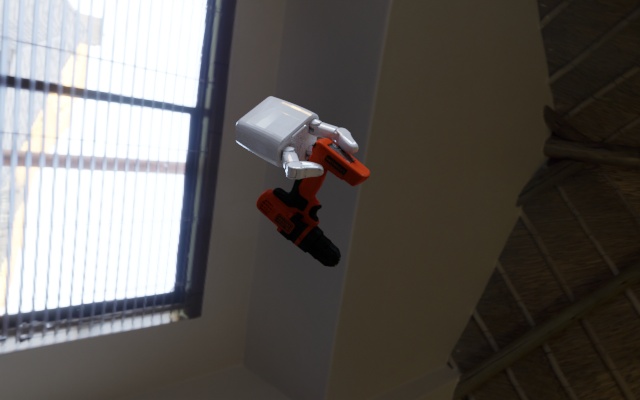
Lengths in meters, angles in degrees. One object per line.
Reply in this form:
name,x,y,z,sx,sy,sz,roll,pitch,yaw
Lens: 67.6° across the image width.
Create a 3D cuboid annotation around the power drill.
power drill,0.000,0.002,0.824,0.184,0.188,0.057,40,22,4
